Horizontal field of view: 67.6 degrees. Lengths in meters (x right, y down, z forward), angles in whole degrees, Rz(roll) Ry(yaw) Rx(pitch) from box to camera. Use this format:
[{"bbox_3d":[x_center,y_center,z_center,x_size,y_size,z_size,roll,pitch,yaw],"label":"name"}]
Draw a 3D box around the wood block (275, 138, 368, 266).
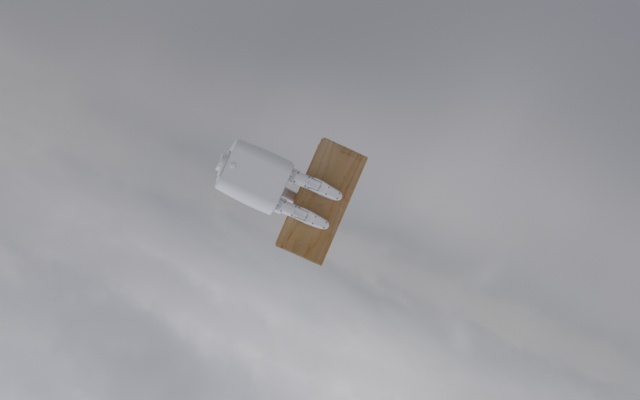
[{"bbox_3d":[0.000,0.003,0.869,0.090,0.206,0.091,24,-4,-4],"label":"wood block"}]
